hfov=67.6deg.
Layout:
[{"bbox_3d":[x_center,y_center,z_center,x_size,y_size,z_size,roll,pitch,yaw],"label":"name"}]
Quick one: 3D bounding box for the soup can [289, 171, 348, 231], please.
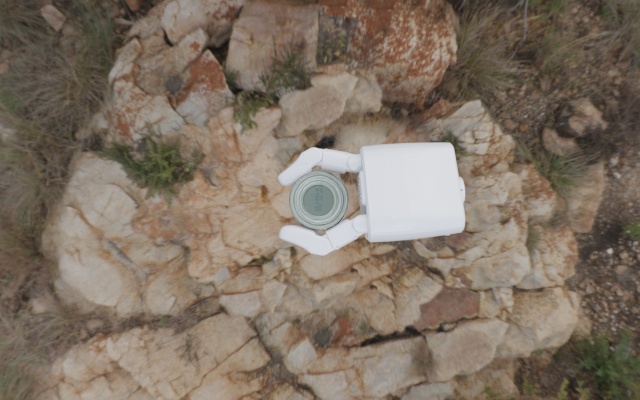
[{"bbox_3d":[0.000,0.002,0.574,0.068,0.068,0.102,0,-2,2],"label":"soup can"}]
